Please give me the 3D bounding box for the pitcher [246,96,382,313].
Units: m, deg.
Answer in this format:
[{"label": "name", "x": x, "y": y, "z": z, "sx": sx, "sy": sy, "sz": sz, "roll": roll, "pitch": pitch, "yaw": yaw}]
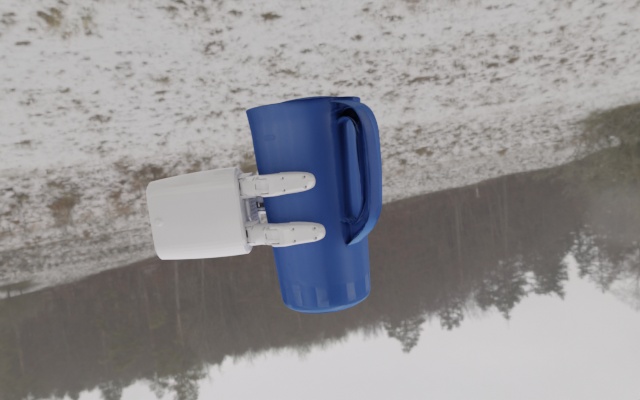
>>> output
[{"label": "pitcher", "x": 0.000, "y": 0.002, "z": 0.557, "sx": 0.145, "sy": 0.243, "sz": 0.149, "roll": -7, "pitch": 7, "yaw": 4}]
